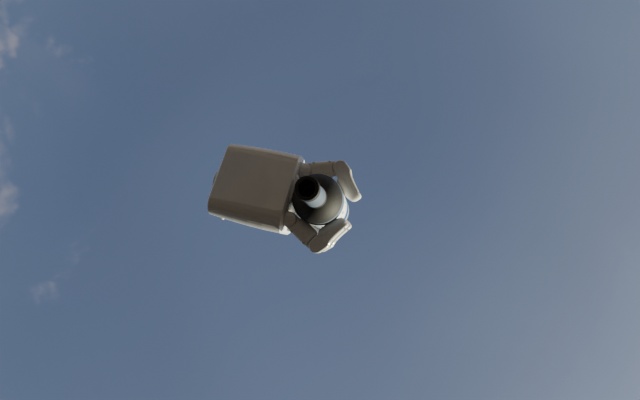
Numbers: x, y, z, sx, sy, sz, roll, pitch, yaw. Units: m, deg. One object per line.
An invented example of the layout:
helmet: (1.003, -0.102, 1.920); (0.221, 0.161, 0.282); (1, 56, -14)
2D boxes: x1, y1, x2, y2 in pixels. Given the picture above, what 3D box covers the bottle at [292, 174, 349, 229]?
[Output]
bottle: (0.000, 0.002, 0.654); (0.069, 0.069, 0.296); (0, -6, 6)
